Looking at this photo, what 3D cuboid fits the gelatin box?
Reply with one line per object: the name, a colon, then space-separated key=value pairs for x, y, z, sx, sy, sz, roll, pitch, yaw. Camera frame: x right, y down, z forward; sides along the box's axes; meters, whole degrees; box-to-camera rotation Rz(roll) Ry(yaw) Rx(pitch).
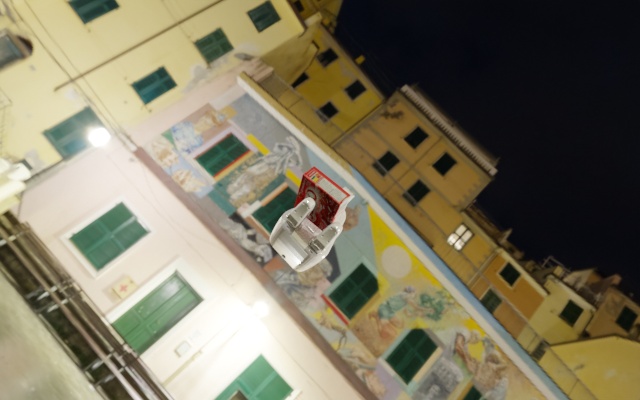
gelatin box: x=0.000 y=0.002 z=0.727 sx=0.030 sy=0.073 sz=0.089 roll=-40 pitch=-17 yaw=-34
